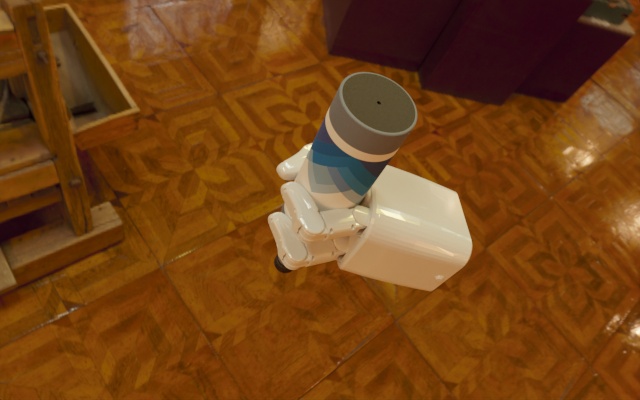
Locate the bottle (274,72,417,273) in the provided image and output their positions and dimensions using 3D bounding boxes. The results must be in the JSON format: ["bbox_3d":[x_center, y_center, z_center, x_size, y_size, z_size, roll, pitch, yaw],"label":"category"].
[{"bbox_3d":[0.000,0.001,0.487,0.069,0.069,0.296,0,-32,-21],"label":"bottle"}]
